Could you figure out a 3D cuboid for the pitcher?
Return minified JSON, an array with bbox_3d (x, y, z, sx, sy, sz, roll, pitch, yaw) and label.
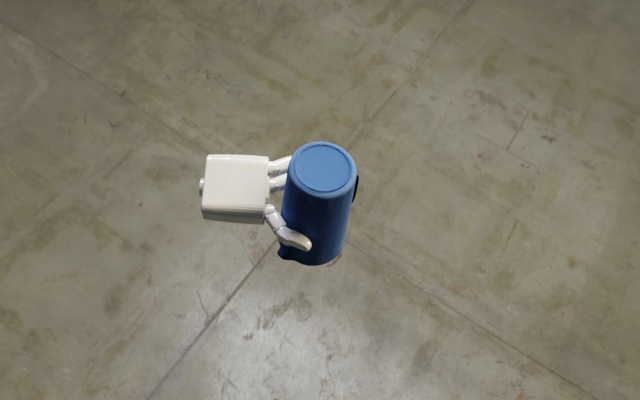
[{"bbox_3d":[0.000,0.003,0.838,0.145,0.149,0.243,5,-30,-3],"label":"pitcher"}]
